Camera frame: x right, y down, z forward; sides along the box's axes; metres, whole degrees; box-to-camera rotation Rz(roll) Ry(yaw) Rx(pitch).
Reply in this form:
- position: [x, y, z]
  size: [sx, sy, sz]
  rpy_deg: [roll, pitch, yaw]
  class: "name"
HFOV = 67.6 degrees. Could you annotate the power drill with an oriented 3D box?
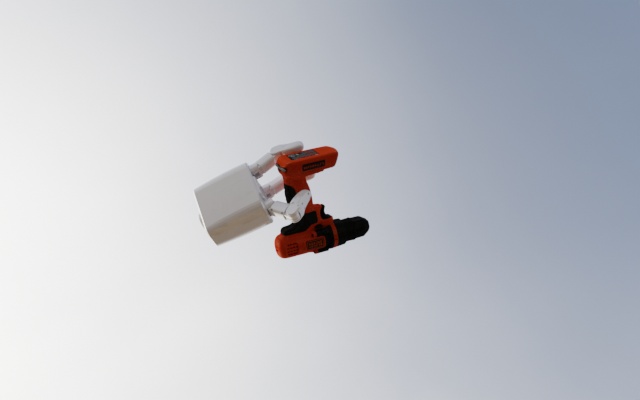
- position: [0.000, 0.002, 0.848]
  size: [0.184, 0.188, 0.057]
  rpy_deg: [-14, 22, -21]
  class: "power drill"
